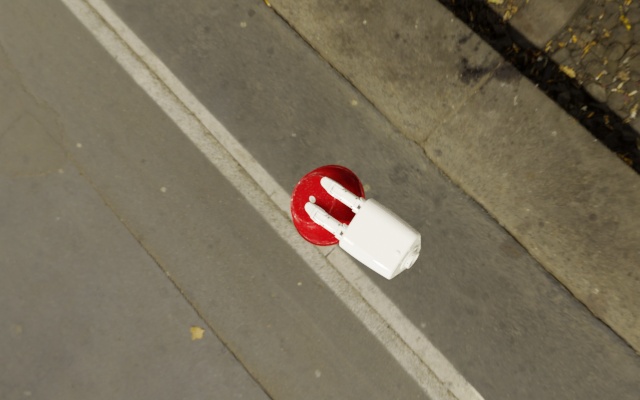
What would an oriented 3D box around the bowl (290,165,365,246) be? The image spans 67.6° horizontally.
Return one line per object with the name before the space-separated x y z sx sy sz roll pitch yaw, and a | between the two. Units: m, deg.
bowl | -0.001 0.002 0.899 0.162 0.162 0.055 0 -13 31
